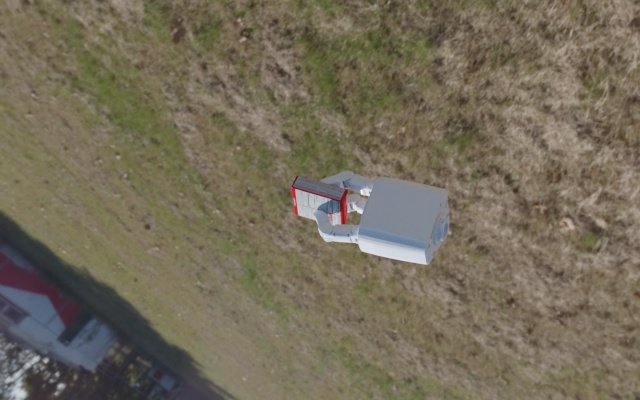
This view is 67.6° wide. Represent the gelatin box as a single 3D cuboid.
[{"bbox_3d":[0.000,0.003,0.775,0.089,0.030,0.073,15,-36,15],"label":"gelatin box"}]
